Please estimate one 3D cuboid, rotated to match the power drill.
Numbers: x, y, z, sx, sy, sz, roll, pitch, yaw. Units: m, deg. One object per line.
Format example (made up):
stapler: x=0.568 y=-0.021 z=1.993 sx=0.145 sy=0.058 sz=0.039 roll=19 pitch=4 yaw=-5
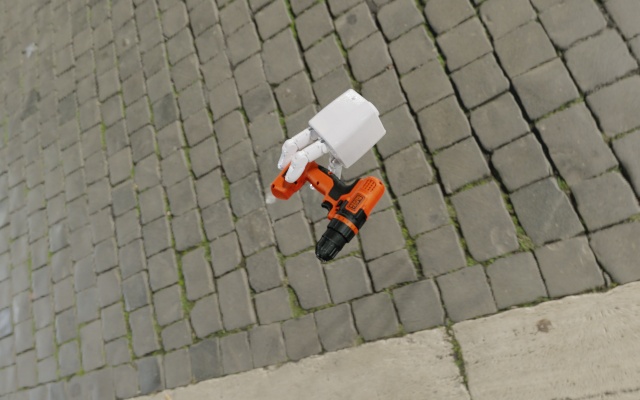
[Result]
power drill: x=0.000 y=0.002 z=0.892 sx=0.187 sy=0.184 sz=0.057 roll=32 pitch=-19 yaw=23
